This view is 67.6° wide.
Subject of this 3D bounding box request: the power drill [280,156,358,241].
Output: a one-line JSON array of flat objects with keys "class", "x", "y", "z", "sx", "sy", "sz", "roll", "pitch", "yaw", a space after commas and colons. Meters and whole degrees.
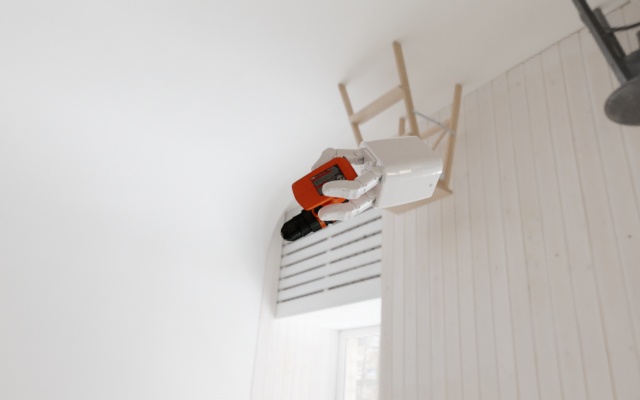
[{"class": "power drill", "x": 0.000, "y": 0.003, "z": 0.838, "sx": 0.184, "sy": 0.057, "sz": 0.188, "roll": -32, "pitch": -15, "yaw": -4}]
